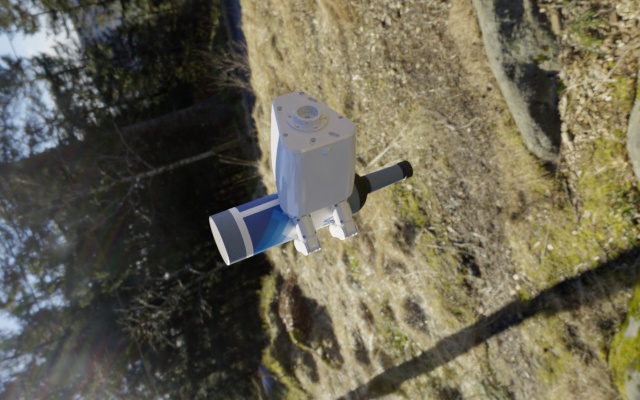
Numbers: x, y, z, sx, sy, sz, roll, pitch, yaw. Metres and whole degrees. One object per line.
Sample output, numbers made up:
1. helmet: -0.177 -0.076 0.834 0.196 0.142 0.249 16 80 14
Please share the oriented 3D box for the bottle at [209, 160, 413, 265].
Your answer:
1. bottle: 0.000 0.002 0.657 0.295 0.069 0.069 -21 7 -20
